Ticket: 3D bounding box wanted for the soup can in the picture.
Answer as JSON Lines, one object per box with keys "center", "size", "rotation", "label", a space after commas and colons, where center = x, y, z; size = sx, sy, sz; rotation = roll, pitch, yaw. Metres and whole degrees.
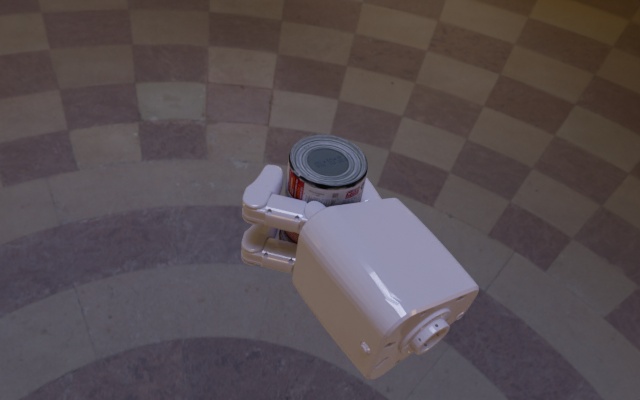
{"center": [0.000, 0.001, 0.427], "size": [0.068, 0.068, 0.102], "rotation": [0, -44, -11], "label": "soup can"}
